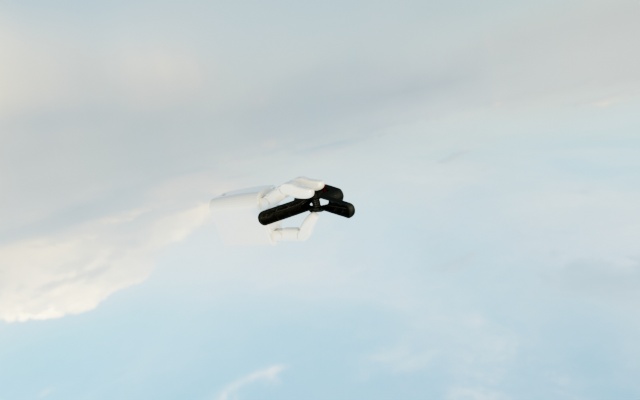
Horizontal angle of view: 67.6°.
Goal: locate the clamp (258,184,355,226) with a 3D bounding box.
[{"bbox_3d":[0.000,0.004,0.867,0.164,0.036,0.210,-3,13,18],"label":"clamp"}]
